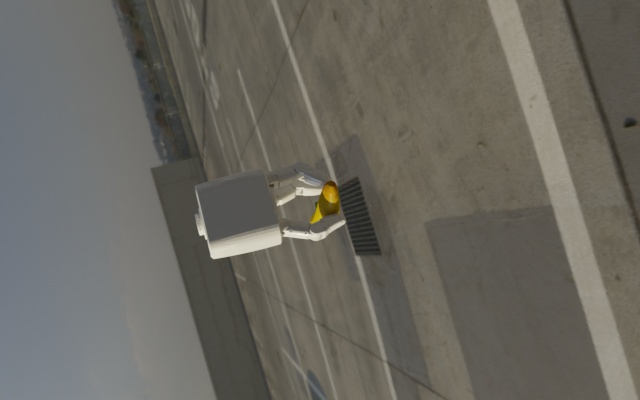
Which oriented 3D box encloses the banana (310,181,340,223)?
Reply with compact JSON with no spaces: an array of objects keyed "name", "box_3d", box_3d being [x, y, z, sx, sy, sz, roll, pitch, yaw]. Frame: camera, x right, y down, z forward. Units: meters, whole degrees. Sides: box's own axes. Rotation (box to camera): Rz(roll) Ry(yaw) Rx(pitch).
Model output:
[{"name":"banana","box_3d":[0.004,0.021,0.785,0.037,0.069,0.198,-12,-8,-10]}]
